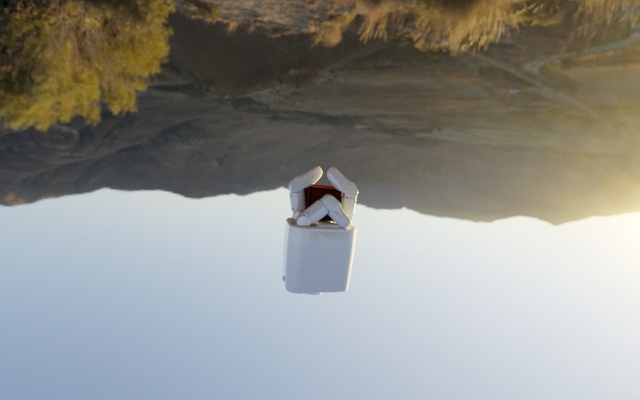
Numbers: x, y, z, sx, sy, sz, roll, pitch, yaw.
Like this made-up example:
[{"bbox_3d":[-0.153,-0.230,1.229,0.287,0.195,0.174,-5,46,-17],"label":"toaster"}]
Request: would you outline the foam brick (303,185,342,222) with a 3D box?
[{"bbox_3d":[0.000,0.002,0.792,0.053,0.051,0.078,5,6,-9],"label":"foam brick"}]
